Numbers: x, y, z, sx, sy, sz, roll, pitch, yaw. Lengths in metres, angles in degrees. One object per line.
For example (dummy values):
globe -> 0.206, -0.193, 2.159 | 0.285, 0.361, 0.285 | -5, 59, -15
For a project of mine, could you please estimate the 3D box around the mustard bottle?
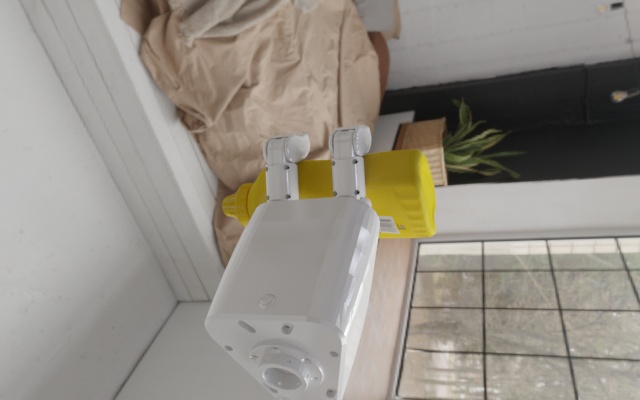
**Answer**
mustard bottle -> 0.000, 0.001, 0.420 | 0.191, 0.058, 0.096 | -3, -28, 20
